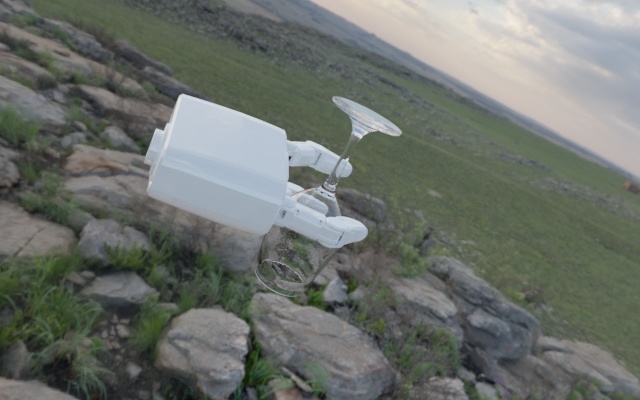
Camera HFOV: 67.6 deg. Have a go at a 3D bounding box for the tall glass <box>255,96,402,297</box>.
[{"bbox_3d":[0.001,0.001,0.485,0.079,0.201,0.079,24,21,-10],"label":"tall glass"}]
